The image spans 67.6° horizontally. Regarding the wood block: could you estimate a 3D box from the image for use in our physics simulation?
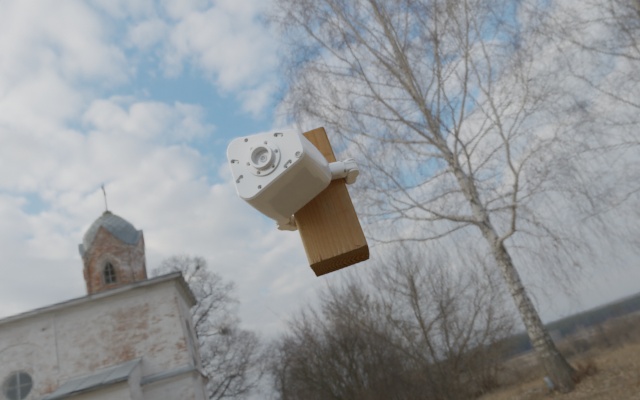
[{"bbox_3d":[0.000,0.002,0.751,0.091,0.206,0.090,-19,-21,0],"label":"wood block"}]
